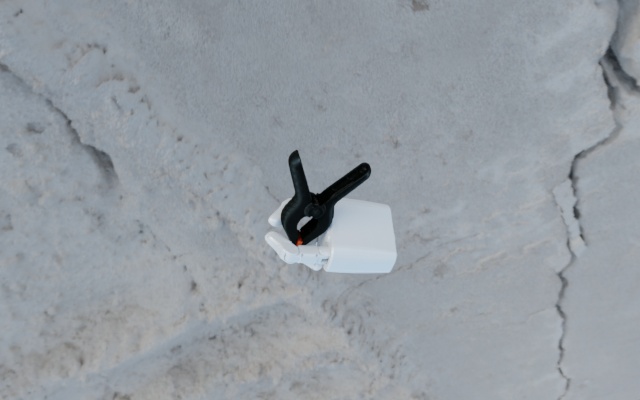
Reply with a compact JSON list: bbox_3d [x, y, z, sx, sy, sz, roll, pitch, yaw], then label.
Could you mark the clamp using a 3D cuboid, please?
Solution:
[{"bbox_3d":[0.000,0.003,0.686,0.120,0.172,0.039,5,42,-14],"label":"clamp"}]
